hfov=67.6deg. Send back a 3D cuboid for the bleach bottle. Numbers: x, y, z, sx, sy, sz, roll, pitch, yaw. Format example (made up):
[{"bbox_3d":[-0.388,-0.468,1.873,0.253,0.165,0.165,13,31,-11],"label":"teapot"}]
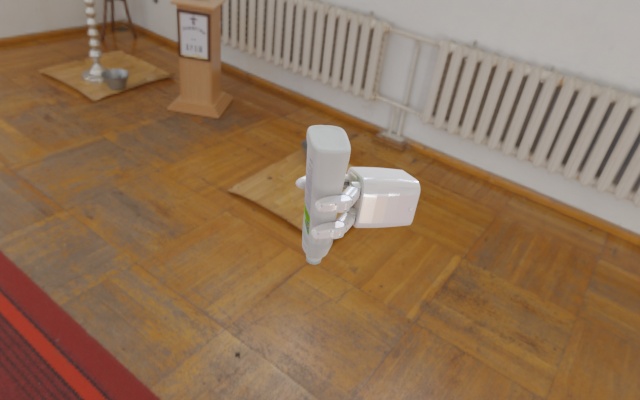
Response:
[{"bbox_3d":[0.000,0.003,0.837,0.068,0.251,0.102,1,34,-10],"label":"bleach bottle"}]
